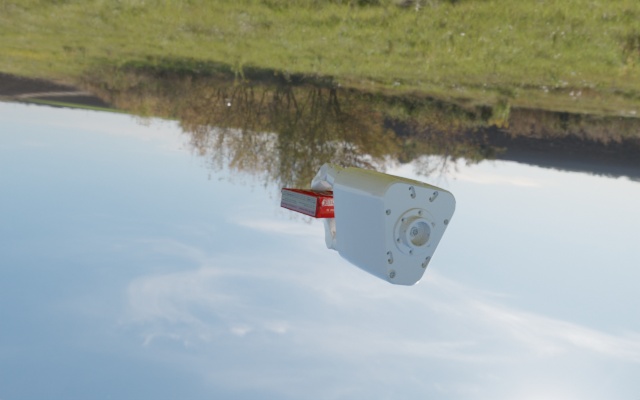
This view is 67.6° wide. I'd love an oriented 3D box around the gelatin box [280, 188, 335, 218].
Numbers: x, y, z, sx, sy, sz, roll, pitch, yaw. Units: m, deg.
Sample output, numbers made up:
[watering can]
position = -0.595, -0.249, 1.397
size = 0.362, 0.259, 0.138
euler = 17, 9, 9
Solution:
[gelatin box]
position = 0.000, 0.002, 0.638
size = 0.073, 0.030, 0.089
euler = 1, 7, -37
